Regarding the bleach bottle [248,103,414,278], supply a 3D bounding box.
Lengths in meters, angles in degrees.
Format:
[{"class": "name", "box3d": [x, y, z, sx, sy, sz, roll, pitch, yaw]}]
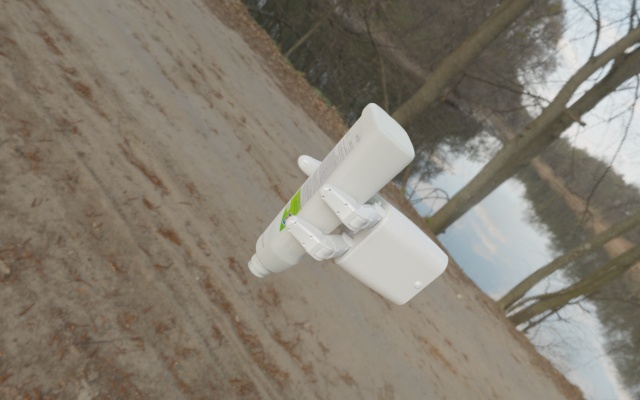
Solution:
[{"class": "bleach bottle", "box3d": [0.000, 0.002, 0.581, 0.068, 0.251, 0.102, 38, 22, -16]}]
